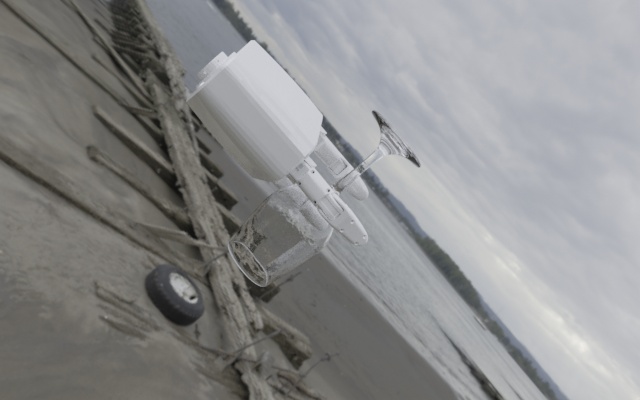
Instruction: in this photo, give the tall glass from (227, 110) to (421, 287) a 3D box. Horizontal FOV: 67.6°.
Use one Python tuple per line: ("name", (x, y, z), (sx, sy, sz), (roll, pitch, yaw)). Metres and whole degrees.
("tall glass", (0.001, 0.001, 0.485), (0.201, 0.079, 0.079), (-40, -5, 5))
